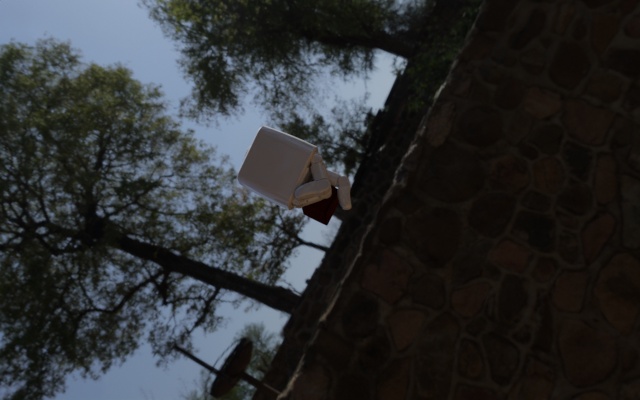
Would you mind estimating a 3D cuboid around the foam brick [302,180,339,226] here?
[{"bbox_3d":[0.000,0.003,0.870,0.051,0.053,0.078,25,-17,10],"label":"foam brick"}]
